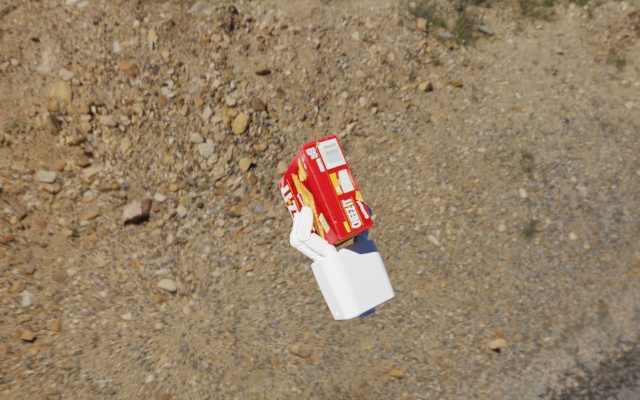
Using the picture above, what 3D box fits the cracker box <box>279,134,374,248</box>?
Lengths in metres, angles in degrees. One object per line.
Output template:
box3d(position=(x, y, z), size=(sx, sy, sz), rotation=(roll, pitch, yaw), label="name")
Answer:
box3d(position=(0.000, 0.003, 0.840), size=(0.072, 0.164, 0.214), rotation=(-20, -8, -19), label="cracker box")
